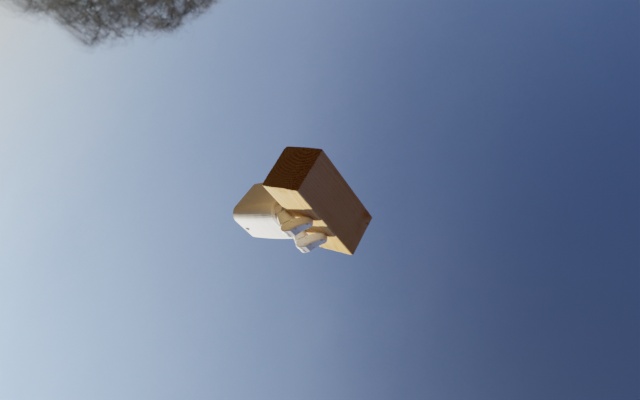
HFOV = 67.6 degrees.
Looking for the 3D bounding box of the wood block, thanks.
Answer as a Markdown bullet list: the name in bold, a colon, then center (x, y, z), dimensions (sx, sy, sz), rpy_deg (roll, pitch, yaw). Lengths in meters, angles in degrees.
- **wood block**: center (0.000, 0.003, 0.875), dimensions (0.090, 0.090, 0.206), rpy_deg (9, -29, 40)
